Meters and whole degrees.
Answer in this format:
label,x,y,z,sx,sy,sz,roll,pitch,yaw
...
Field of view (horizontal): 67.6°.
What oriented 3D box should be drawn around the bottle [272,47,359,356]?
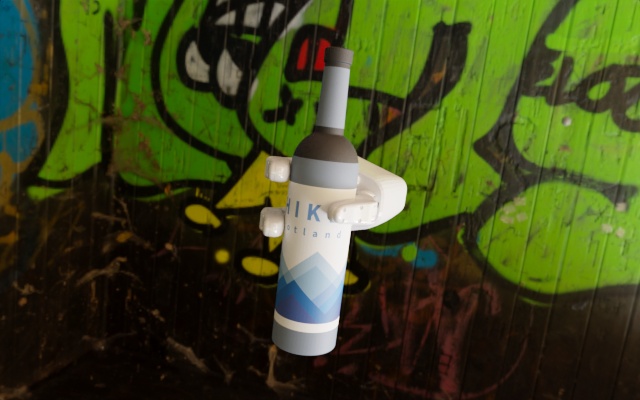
label,x,y,z,sx,sy,sz,roll,pitch,yaw
bottle,0.000,0.002,0.474,0.069,0.296,0.069,7,9,-1
